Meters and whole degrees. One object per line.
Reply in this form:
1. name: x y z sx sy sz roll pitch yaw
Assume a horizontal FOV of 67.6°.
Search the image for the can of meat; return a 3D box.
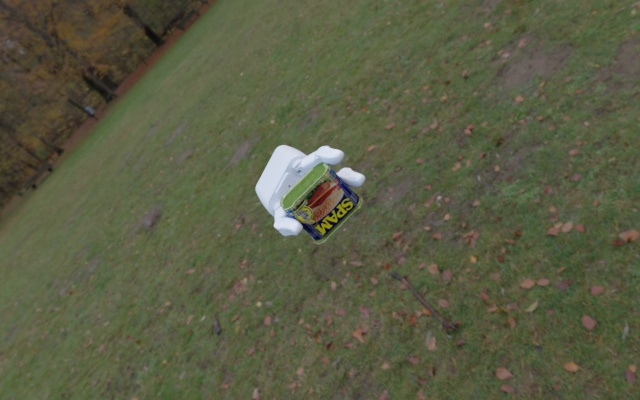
1. can of meat: 0.000 0.002 0.743 0.084 0.102 0.057 45 2 -26
